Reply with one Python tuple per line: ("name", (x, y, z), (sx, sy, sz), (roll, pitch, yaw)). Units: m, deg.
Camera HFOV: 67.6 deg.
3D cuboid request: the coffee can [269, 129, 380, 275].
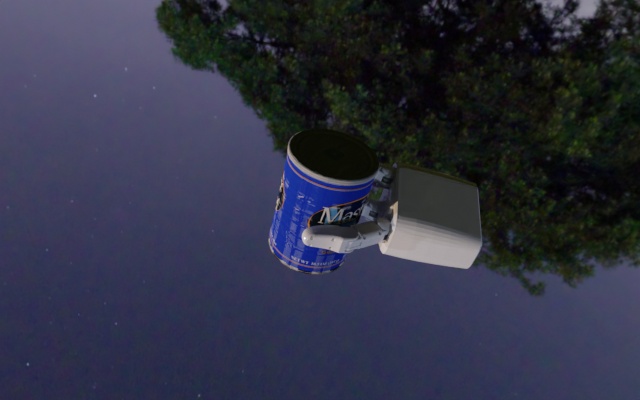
("coffee can", (0.000, 0.002, 0.562), (0.103, 0.140, 0.102), (10, 37, -8))
